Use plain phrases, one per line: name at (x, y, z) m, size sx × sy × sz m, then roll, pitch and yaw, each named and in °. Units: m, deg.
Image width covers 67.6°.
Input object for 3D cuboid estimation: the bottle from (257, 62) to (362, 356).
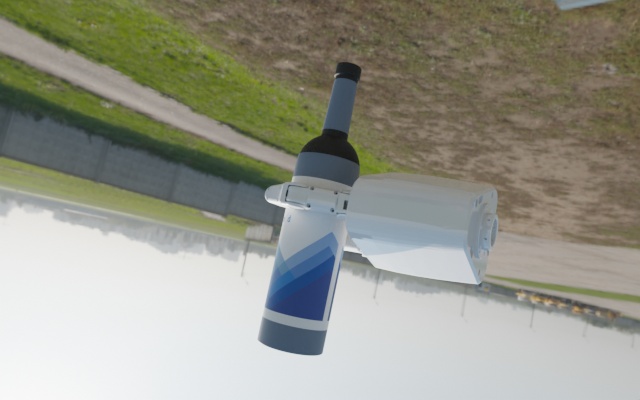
bottle at (0.000, 0.002, 0.490) m, size 0.069 × 0.295 × 0.069 m, roll 12°, pitch -7°, yaw 1°
